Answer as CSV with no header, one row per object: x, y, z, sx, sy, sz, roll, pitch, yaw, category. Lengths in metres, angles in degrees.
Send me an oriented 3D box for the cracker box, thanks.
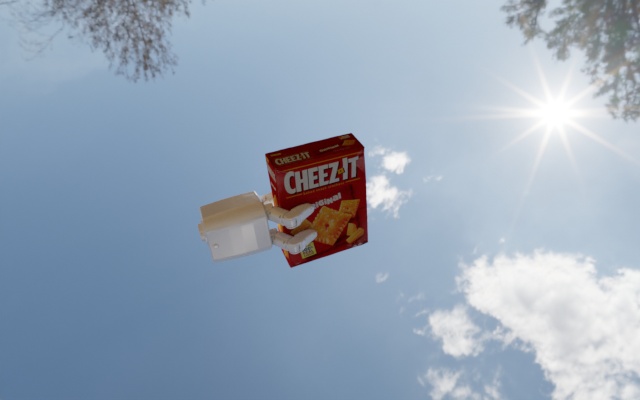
0.000,0.003,0.866,0.164,0.214,0.072,-16,35,-14,cracker box
